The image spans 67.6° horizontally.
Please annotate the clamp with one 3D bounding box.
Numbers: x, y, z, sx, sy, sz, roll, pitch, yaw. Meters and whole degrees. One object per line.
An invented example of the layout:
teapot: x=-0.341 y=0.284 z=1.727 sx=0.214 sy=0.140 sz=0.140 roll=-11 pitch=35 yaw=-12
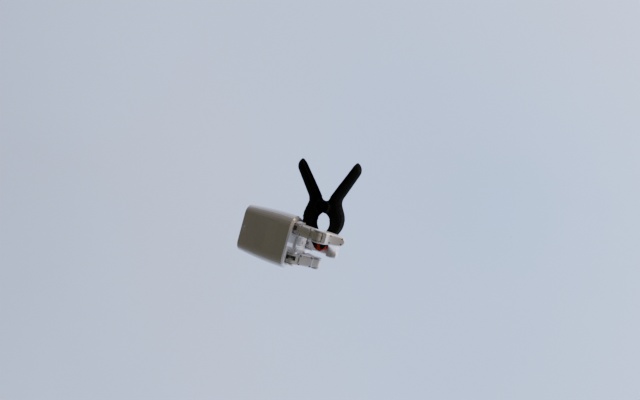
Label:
clamp: x=0.000 y=0.003 z=0.874 sx=0.120 sy=0.171 sz=0.039 roll=17 pitch=2 yaw=26
